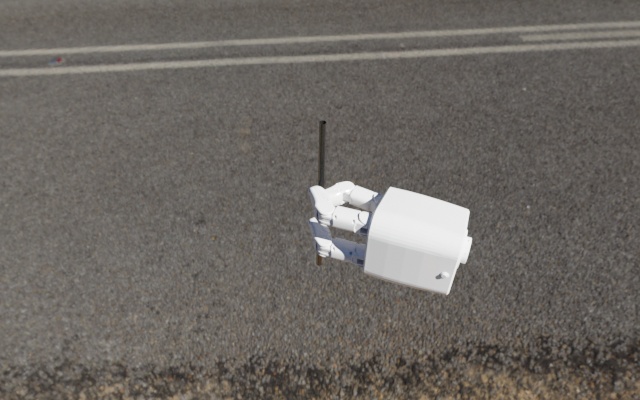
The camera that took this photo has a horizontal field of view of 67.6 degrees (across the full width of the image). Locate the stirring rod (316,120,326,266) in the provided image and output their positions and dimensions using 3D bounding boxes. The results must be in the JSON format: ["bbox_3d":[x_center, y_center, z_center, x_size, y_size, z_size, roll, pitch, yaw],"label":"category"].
[{"bbox_3d":[0.000,0.002,0.619,0.011,0.240,0.011,1,41,-1],"label":"stirring rod"}]
